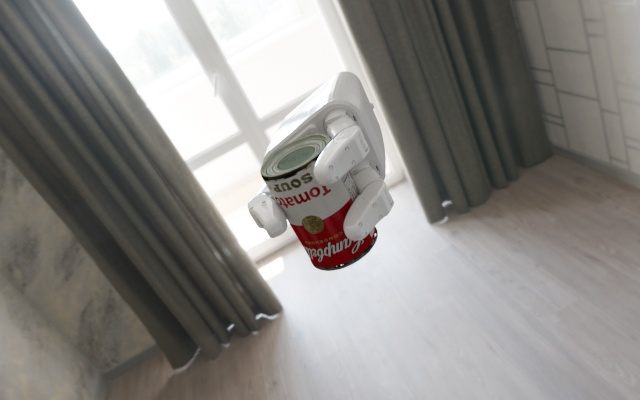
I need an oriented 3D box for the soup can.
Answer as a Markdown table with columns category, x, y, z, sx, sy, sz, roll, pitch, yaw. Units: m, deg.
| category | x | y | z | sx | sy | sz | roll | pitch | yaw |
| --- | --- | --- | --- | --- | --- | --- | --- | --- | --- |
| soup can | 0.000 | 0.001 | 0.417 | 0.068 | 0.102 | 0.068 | -22 | 27 | 12 |
